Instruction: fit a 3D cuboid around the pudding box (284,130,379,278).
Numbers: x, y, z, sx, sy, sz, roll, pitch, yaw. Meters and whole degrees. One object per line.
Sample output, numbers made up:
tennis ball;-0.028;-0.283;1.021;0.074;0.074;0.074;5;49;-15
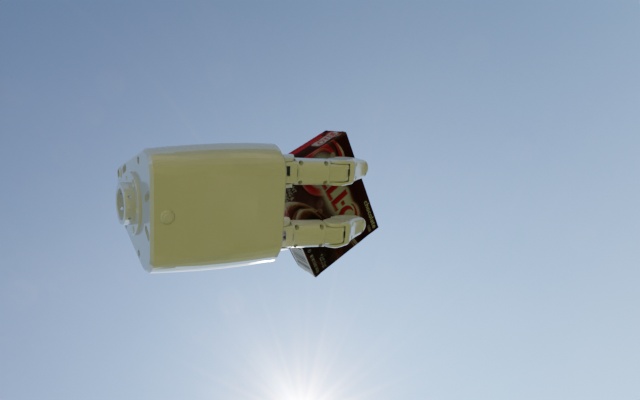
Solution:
pudding box;0.000;0.002;0.460;0.090;0.113;0.039;-35;31;-25
